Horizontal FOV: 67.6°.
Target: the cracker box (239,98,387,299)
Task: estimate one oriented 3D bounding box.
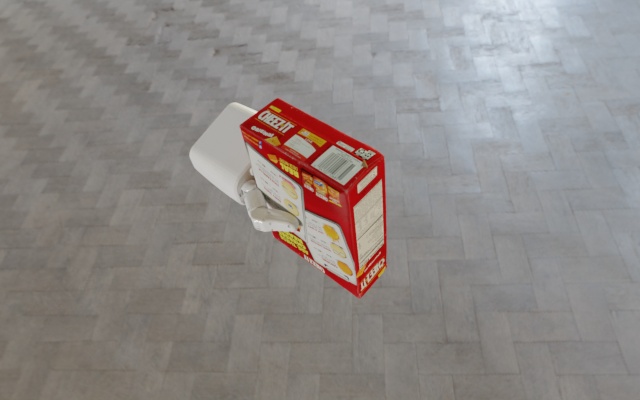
[{"bbox_3d":[0.000,0.002,0.583,0.164,0.214,0.072,32,62,30],"label":"cracker box"}]
